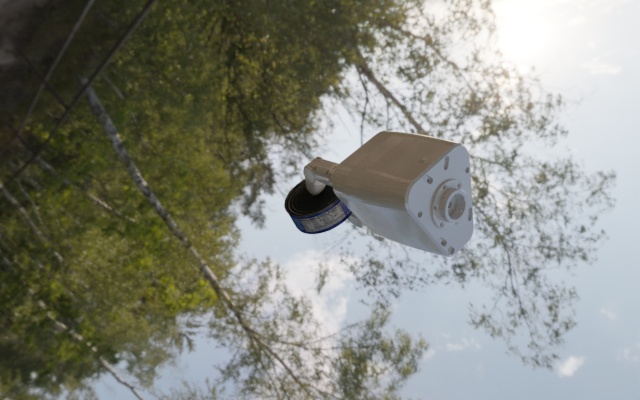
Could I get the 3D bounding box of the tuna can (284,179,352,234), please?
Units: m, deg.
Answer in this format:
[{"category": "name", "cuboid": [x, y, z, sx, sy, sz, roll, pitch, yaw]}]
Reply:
[{"category": "tuna can", "cuboid": [0.000, 0.002, 0.596, 0.086, 0.034, 0.086, -20, 33, 13]}]
